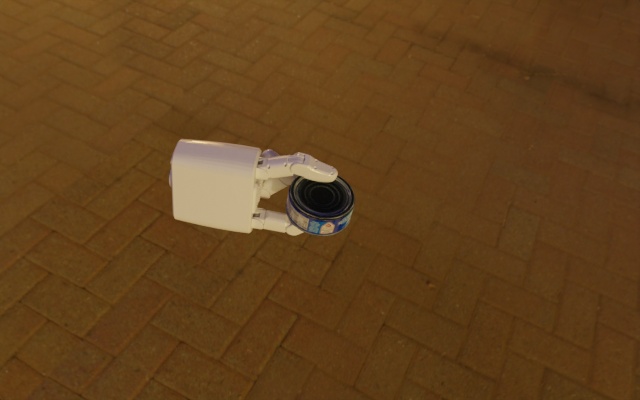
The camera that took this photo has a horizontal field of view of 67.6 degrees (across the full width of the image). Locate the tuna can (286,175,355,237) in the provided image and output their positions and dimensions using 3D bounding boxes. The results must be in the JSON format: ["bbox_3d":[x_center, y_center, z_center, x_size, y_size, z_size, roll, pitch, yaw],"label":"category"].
[{"bbox_3d":[0.000,0.002,0.605,0.086,0.086,0.034,0,-41,-13],"label":"tuna can"}]
